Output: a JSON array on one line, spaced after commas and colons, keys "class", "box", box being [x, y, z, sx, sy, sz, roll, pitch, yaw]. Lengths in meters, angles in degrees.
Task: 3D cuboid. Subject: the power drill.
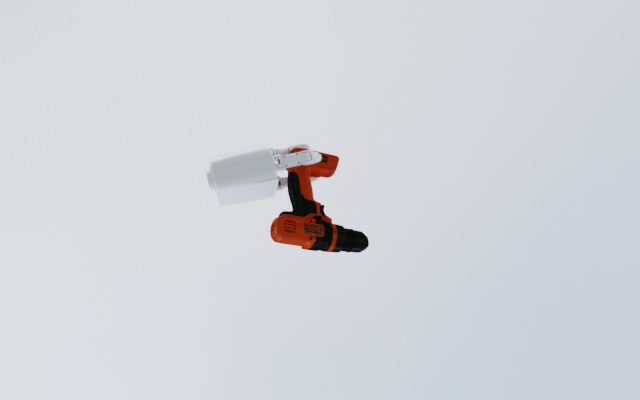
[{"class": "power drill", "box": [0.000, 0.002, 0.868, 0.184, 0.187, 0.057, 11, -31, -24]}]
